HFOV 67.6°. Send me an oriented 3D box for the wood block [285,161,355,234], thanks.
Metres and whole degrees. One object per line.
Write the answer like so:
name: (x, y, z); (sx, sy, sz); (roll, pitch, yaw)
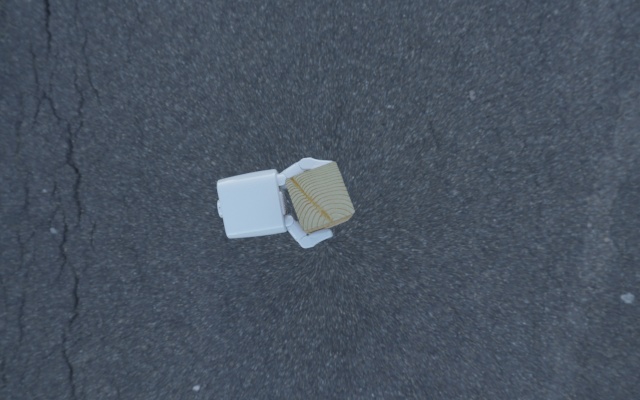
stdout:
wood block: (0.000, 0.003, 0.853); (0.090, 0.091, 0.206); (-20, -5, -1)
